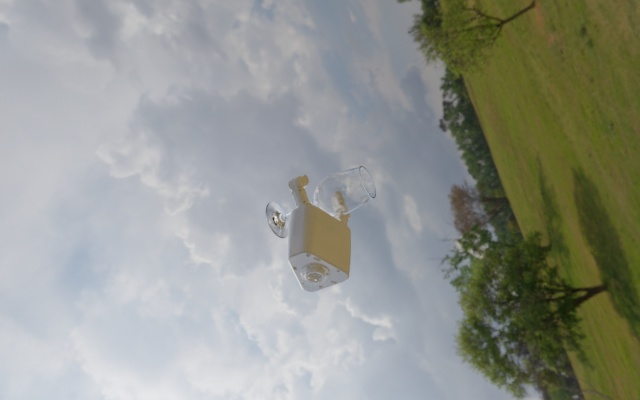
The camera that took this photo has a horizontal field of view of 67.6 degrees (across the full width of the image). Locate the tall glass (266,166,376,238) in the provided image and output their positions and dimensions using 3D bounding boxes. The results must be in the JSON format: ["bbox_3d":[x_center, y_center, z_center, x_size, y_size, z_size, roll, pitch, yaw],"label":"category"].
[{"bbox_3d":[0.000,0.003,0.886,0.201,0.079,0.079,-23,-10,23],"label":"tall glass"}]
